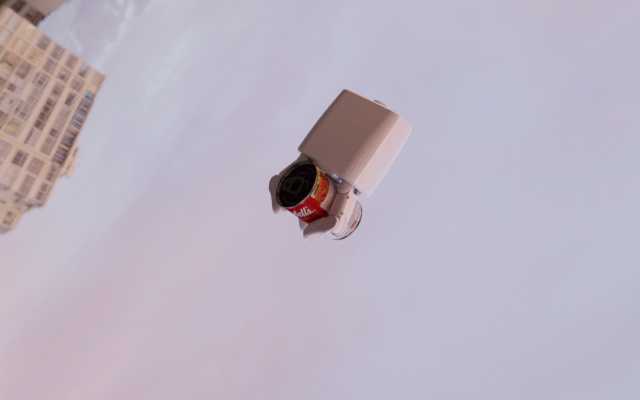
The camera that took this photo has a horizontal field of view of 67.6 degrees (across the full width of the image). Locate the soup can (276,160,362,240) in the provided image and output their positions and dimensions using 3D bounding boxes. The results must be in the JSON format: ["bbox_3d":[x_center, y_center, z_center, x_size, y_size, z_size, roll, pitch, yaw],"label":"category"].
[{"bbox_3d":[0.000,0.003,0.627,0.068,0.068,0.102,0,-27,44],"label":"soup can"}]
